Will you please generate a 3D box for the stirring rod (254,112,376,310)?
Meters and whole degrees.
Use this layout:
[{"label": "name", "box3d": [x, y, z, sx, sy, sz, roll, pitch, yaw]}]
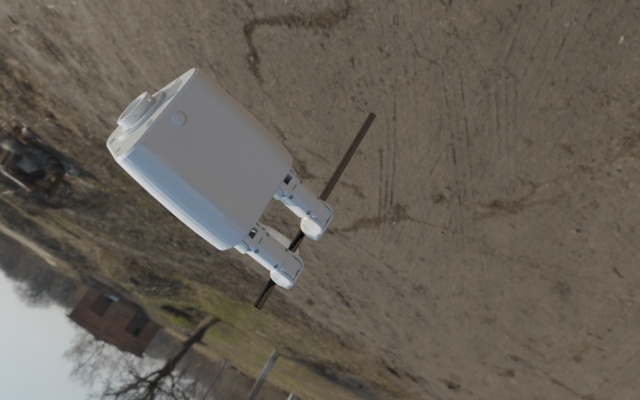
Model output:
[{"label": "stirring rod", "box3d": [0.000, 0.001, 0.478, 0.011, 0.239, 0.011, 26, -23, 12]}]
